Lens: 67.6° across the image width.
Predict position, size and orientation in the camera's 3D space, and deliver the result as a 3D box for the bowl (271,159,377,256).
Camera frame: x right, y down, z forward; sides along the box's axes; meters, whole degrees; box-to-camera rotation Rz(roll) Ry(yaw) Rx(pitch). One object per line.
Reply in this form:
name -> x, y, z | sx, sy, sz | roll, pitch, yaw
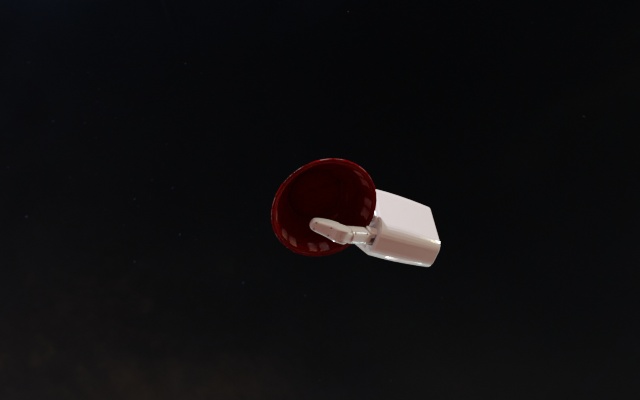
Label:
bowl -> -0.001, 0.002, 0.716 | 0.162, 0.162, 0.055 | 0, 28, -20
